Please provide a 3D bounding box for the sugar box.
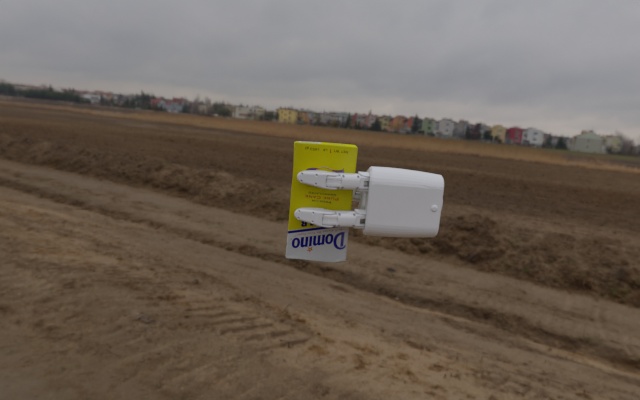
[{"bbox_3d":[0.000,0.002,0.713,0.093,0.176,0.048,4,9,-2],"label":"sugar box"}]
